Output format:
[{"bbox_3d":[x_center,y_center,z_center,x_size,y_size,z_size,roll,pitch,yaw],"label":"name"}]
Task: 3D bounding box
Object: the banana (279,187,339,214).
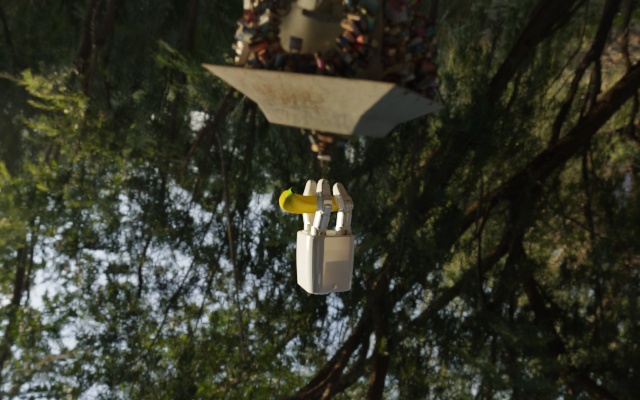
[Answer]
[{"bbox_3d":[-0.017,0.005,0.902,0.069,0.037,0.198,-9,-9,34],"label":"banana"}]
